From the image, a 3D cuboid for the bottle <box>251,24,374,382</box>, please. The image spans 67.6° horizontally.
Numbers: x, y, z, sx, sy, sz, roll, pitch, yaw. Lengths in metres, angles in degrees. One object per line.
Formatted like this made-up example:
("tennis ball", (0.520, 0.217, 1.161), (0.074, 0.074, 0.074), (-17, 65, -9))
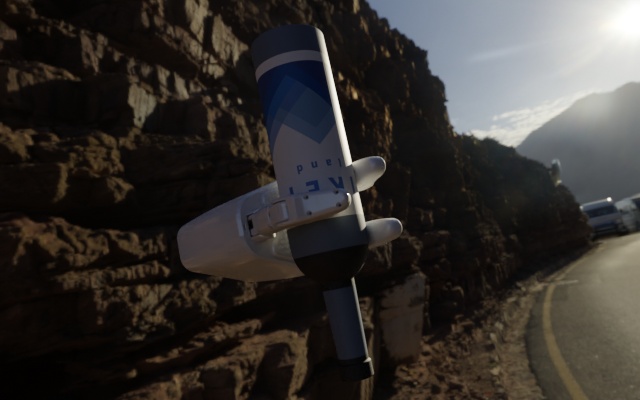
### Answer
("bottle", (0.000, 0.001, 0.408), (0.069, 0.295, 0.069), (-12, -8, -2))
